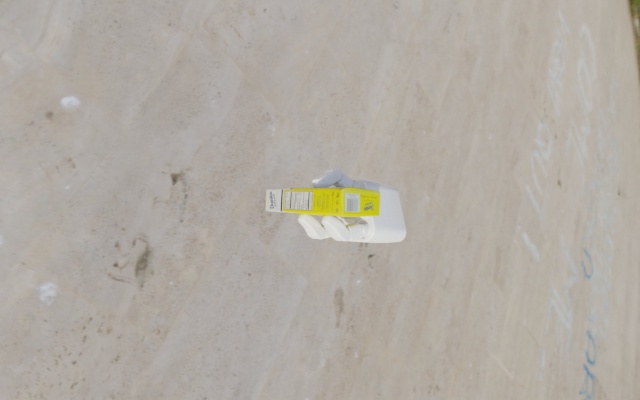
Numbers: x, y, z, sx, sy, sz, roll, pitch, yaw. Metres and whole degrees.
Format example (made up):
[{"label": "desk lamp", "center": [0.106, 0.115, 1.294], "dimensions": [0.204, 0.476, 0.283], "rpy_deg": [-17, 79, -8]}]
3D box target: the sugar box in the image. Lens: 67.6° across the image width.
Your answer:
[{"label": "sugar box", "center": [0.000, 0.003, 0.785], "dimensions": [0.176, 0.048, 0.093], "rpy_deg": [-2, -5, 44]}]
